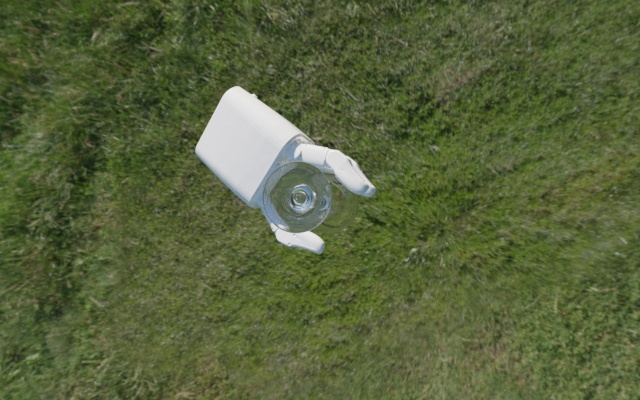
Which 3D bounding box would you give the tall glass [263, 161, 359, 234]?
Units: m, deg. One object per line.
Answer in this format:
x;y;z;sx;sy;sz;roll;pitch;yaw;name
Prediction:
0.000;0.002;0.582;0.079;0.079;0.201;0;-3;15;tall glass
